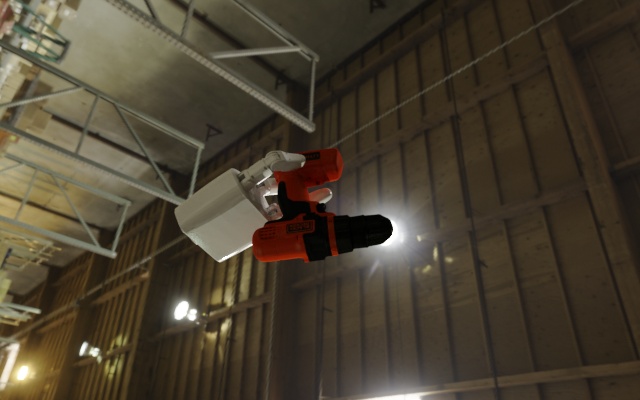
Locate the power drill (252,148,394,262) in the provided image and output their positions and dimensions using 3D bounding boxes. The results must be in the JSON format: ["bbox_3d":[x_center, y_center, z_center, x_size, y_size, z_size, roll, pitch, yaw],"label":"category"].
[{"bbox_3d":[0.000,0.002,0.670,0.184,0.057,0.187,-7,40,3],"label":"power drill"}]
